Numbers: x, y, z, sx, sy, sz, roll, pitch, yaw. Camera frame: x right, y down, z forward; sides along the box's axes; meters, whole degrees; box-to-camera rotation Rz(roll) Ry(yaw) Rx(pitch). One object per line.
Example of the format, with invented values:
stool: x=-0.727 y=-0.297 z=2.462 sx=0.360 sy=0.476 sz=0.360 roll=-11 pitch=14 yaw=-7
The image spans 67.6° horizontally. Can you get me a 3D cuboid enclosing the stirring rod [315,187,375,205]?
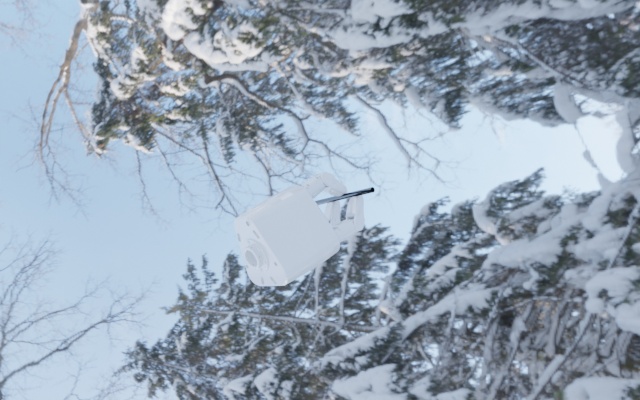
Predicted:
stirring rod: x=0.000 y=0.003 z=0.787 sx=0.011 sy=0.011 sz=0.239 roll=0 pitch=-9 yaw=-40
